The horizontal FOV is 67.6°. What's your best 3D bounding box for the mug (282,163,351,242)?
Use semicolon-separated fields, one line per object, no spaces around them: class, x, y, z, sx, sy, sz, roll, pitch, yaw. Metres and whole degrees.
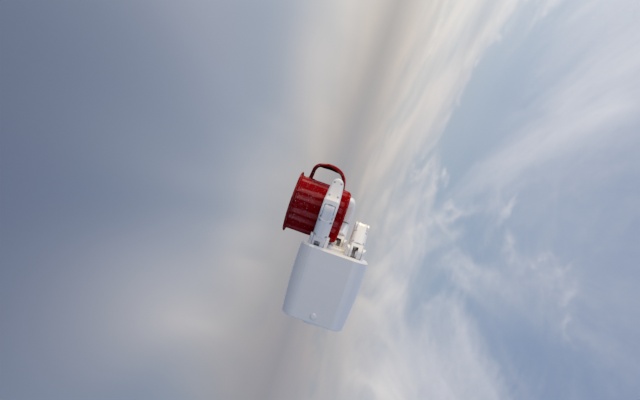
mug;0.001;0.001;0.718;0.081;0.117;0.093;19;2;1
